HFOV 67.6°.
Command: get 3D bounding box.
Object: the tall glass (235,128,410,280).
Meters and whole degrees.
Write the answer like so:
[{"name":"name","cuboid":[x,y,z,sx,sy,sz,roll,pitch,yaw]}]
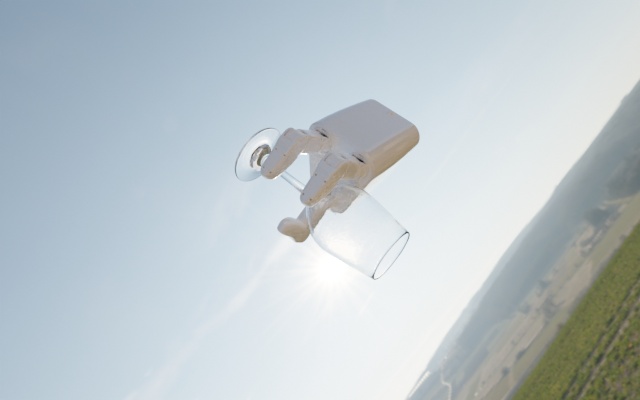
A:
[{"name":"tall glass","cuboid":[-0.001,0.001,0.528,0.201,0.079,0.079,38,16,22]}]
